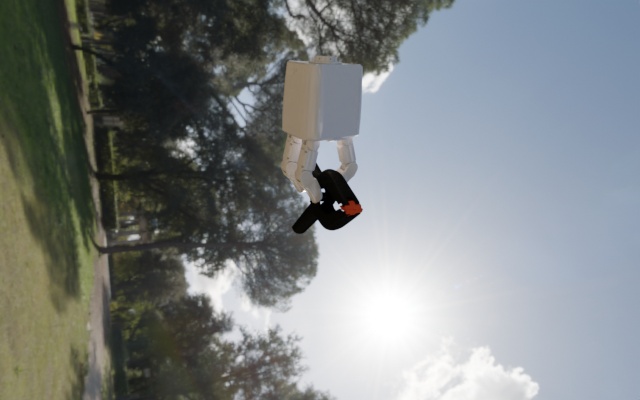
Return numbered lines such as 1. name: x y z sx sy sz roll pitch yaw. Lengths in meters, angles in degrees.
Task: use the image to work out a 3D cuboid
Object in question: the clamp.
1. clamp: 0.001 0.002 0.765 0.036 0.165 0.210 -7 21 -26
